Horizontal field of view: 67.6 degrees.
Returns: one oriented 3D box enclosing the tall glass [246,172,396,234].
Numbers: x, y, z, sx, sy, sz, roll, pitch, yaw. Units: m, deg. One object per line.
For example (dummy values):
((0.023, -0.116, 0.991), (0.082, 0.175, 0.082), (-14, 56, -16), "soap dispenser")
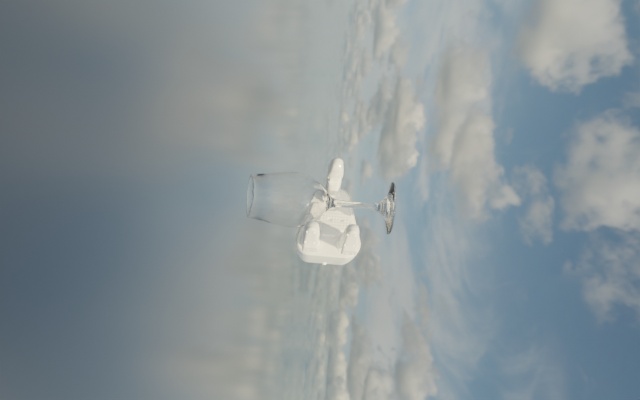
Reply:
((0.001, 0.002, 0.672), (0.201, 0.079, 0.079), (5, 0, -1), "tall glass")
